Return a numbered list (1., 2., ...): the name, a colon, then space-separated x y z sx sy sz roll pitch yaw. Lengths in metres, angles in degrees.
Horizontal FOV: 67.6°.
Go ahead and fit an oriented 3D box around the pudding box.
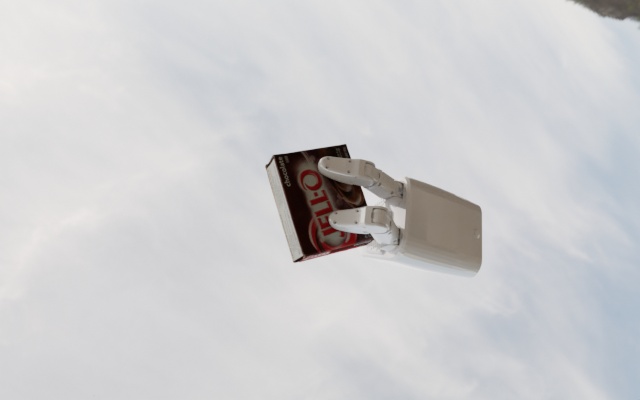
1. pudding box: 0.000 0.002 0.509 0.090 0.113 0.039 -12 -15 -29
